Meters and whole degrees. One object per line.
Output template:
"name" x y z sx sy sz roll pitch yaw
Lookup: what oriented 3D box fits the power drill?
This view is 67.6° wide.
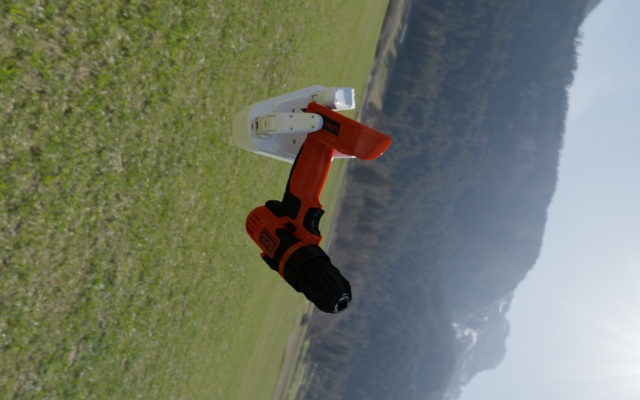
"power drill" 0.000 0.001 0.510 0.057 0.188 0.184 16 15 -43
